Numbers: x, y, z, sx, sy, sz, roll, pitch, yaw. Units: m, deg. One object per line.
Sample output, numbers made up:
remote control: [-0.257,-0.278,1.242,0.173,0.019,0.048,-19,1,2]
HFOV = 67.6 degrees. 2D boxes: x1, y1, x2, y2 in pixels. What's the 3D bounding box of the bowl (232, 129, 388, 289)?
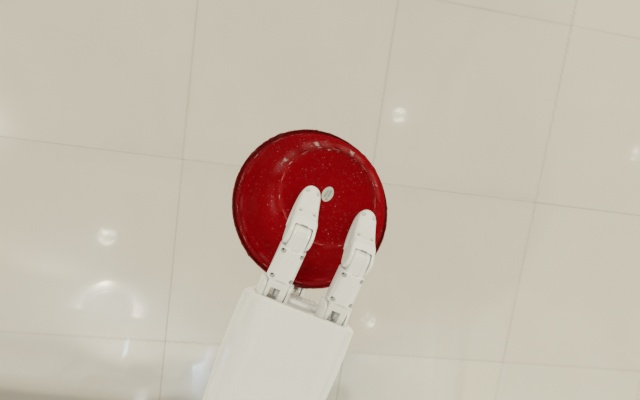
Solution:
bowl: [0.000,0.000,0.453,0.162,0.162,0.055,0,-11,-17]
